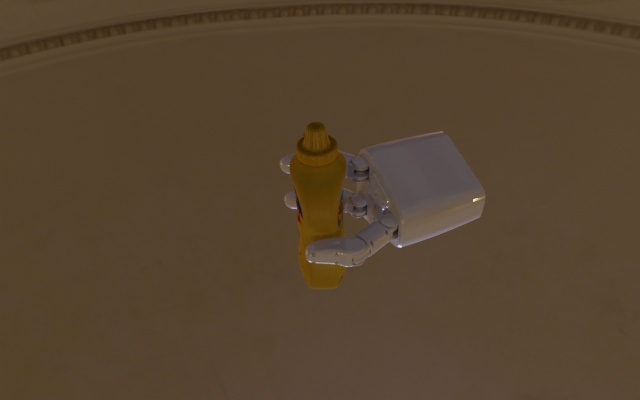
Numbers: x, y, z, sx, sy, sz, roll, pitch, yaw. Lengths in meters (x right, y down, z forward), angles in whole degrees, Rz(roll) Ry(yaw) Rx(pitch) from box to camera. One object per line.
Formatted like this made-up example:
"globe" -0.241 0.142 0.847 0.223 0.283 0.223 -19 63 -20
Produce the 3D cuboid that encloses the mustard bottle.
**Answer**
"mustard bottle" 0.000 0.002 0.513 0.058 0.192 0.096 -1 42 2
